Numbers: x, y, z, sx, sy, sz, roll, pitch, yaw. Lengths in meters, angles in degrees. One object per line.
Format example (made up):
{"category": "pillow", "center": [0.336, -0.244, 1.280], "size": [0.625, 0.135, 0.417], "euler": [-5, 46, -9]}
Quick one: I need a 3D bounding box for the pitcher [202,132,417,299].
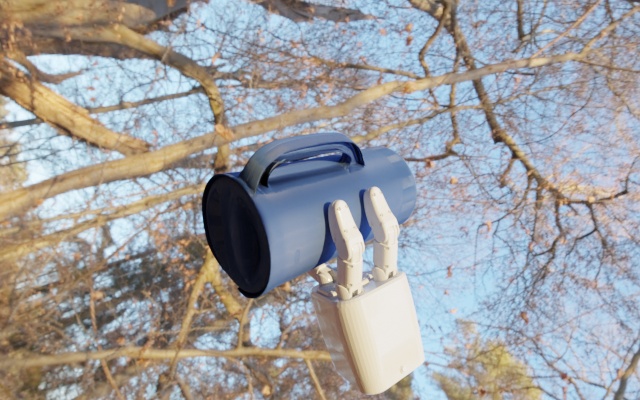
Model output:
{"category": "pitcher", "center": [0.000, 0.002, 0.549], "size": [0.243, 0.145, 0.149], "euler": [-18, 3, -37]}
